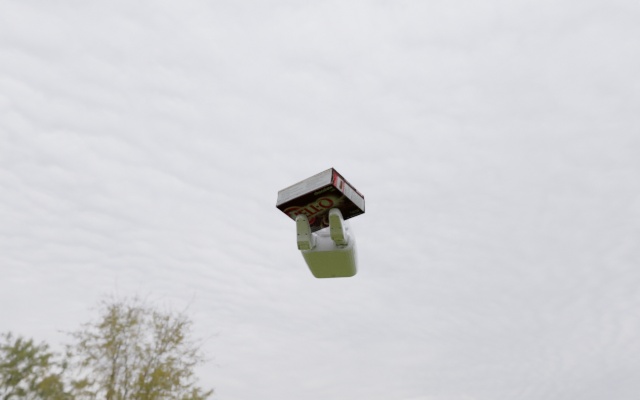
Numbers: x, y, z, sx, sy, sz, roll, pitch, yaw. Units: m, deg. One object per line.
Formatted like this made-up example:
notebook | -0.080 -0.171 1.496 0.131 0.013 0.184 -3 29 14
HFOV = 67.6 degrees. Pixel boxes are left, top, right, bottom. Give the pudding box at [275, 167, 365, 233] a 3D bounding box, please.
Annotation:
pudding box | 0.000 0.002 0.751 0.113 0.039 0.090 -24 -44 30
